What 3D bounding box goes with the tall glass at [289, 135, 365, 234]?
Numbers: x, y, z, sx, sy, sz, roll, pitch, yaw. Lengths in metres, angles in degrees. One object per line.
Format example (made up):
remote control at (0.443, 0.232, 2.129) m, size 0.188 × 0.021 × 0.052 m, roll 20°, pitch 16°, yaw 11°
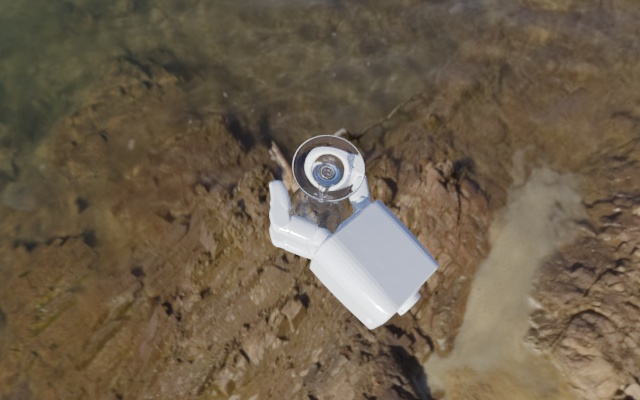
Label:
tall glass at (0.000, 0.001, 0.573) m, size 0.079 × 0.079 × 0.201 m, roll 0°, pitch -20°, yaw -5°
